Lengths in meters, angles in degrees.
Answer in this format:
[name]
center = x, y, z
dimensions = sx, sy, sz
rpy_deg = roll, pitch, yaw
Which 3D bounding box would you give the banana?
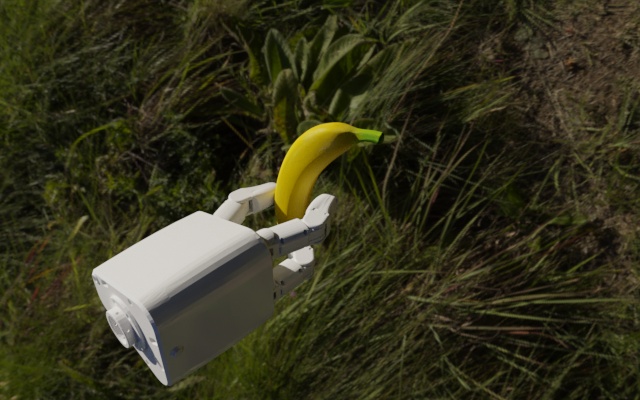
[banana]
center = -0.012, -0.013, 0.474
dimensions = 0.037, 0.069, 0.198
rpy_deg = -40, -12, -42
